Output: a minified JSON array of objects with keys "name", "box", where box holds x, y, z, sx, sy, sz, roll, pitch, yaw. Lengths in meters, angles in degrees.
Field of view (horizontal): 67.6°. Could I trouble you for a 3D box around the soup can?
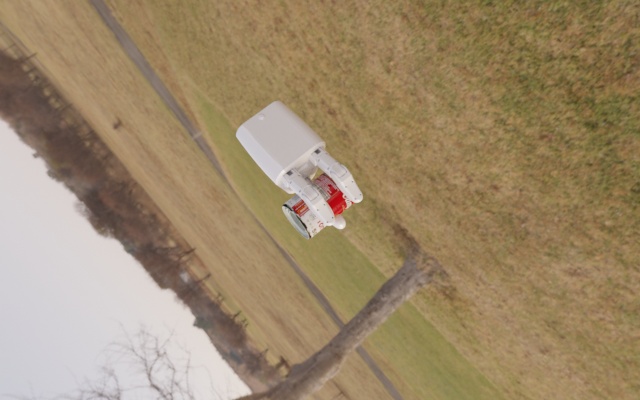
[{"name":"soup can","box":[0.000,0.003,0.733,0.102,0.068,0.068,-39,11,-15]}]
